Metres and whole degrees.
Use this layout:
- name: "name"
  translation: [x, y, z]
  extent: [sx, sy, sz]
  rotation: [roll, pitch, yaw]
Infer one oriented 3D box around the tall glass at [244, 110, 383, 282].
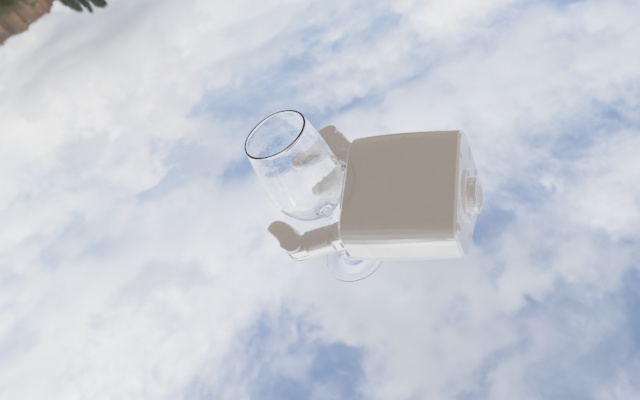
- name: "tall glass"
  translation: [0.000, 0.002, 0.491]
  extent: [0.079, 0.079, 0.201]
  rotation: [0, -38, 32]
